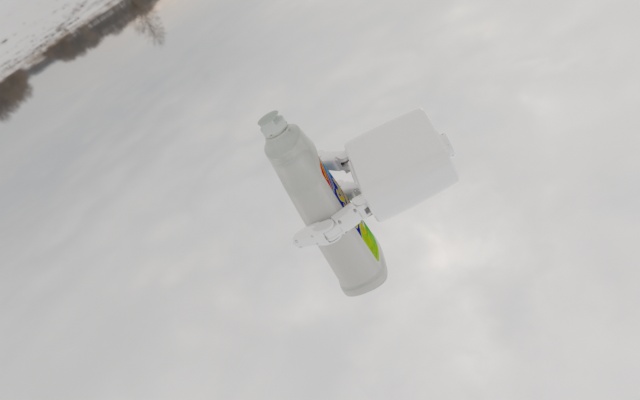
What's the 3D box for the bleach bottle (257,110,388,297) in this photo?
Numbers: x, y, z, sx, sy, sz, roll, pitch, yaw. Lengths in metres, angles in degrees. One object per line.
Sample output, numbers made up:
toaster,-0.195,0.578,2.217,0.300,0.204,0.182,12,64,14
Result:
bleach bottle,0.000,0.002,0.596,0.068,0.251,0.102,-26,30,13
